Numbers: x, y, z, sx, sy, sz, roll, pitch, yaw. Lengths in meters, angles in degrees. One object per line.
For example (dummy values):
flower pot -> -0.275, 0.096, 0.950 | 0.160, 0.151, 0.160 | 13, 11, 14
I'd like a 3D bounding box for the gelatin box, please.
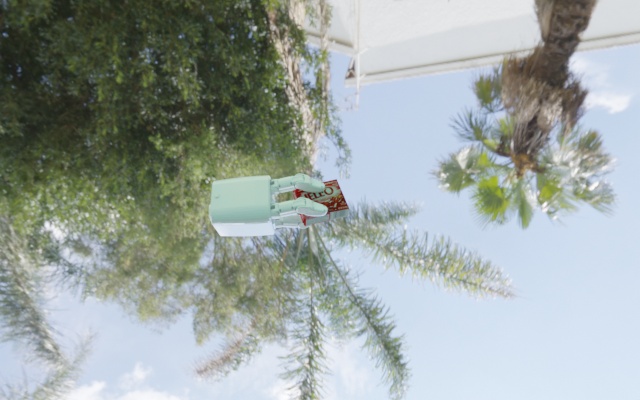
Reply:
gelatin box -> 0.000, 0.003, 0.894 | 0.089, 0.073, 0.030 | -12, -35, -13
